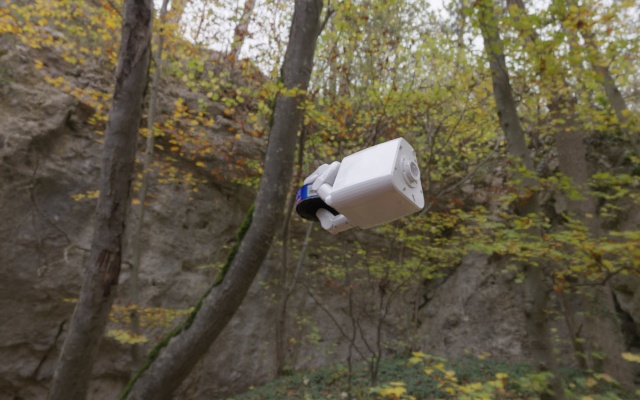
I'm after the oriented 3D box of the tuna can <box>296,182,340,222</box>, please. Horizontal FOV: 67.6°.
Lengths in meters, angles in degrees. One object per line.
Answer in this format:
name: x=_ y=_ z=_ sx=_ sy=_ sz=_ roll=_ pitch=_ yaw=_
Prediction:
tuna can: x=0.000 y=0.002 z=0.829 sx=0.086 sy=0.033 sz=0.086 roll=0 pitch=-30 yaw=0
